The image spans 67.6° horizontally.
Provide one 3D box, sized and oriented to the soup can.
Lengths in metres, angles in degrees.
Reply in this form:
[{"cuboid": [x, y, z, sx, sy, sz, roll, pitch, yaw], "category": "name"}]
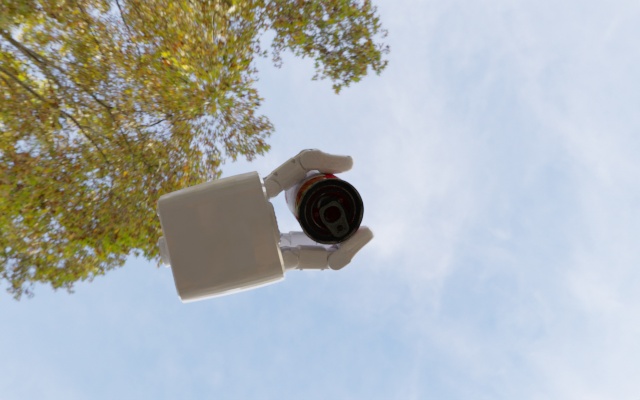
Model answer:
[{"cuboid": [0.000, 0.001, 0.519, 0.068, 0.068, 0.102, 0, 11, -13], "category": "soup can"}]
